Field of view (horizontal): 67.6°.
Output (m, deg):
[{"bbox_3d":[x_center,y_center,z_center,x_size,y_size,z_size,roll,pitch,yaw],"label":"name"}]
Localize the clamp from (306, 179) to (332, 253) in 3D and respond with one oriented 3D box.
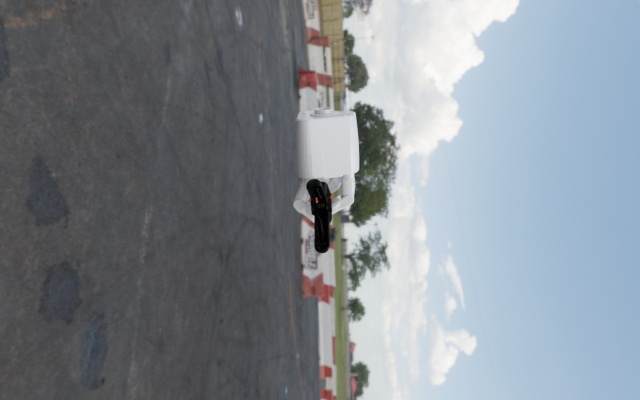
[{"bbox_3d":[0.001,0.003,0.817,0.039,0.120,0.171,-2,21,2],"label":"clamp"}]
